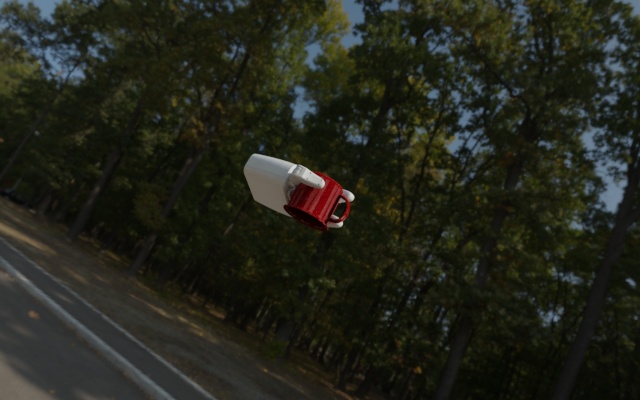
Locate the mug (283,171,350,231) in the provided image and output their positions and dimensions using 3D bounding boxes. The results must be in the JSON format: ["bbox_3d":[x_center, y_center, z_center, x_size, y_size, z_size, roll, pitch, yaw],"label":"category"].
[{"bbox_3d":[0.001,0.003,0.883,0.117,0.081,0.093,20,-18,27],"label":"mug"}]
